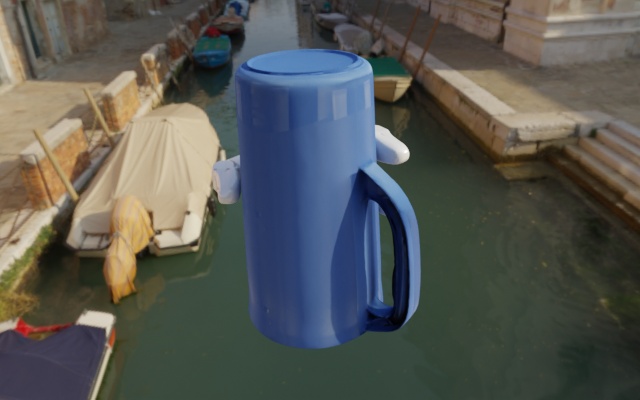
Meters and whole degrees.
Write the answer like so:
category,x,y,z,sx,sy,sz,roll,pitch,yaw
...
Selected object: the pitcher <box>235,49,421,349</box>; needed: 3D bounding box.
category,x,y,z,sx,sy,sz,roll,pitch,yaw
pitcher,0.000,0.001,0.419,0.149,0.243,0.145,-5,28,-6
